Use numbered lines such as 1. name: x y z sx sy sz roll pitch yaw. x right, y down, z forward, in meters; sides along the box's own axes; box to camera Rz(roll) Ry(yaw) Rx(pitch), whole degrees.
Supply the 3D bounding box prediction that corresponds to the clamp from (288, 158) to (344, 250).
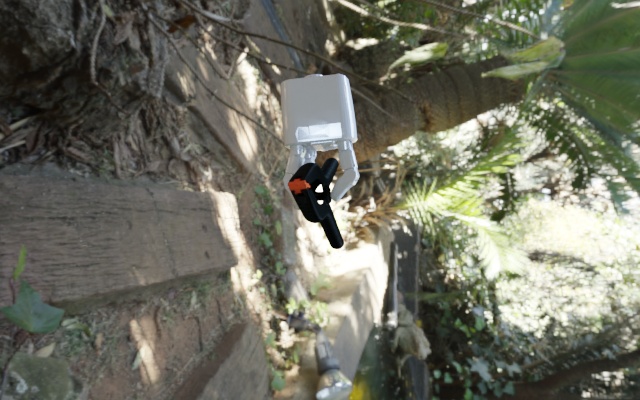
1. clamp: 0.001 0.002 0.771 0.036 0.164 0.210 -7 -3 17
